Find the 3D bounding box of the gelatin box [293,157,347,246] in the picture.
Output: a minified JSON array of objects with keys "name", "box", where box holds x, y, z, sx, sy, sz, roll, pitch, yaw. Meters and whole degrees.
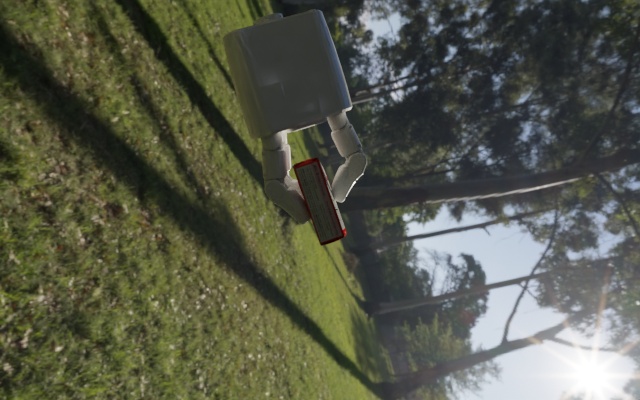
[{"name":"gelatin box","box":[0.001,0.002,0.519,0.030,0.089,0.073,-20,-3,3]}]
